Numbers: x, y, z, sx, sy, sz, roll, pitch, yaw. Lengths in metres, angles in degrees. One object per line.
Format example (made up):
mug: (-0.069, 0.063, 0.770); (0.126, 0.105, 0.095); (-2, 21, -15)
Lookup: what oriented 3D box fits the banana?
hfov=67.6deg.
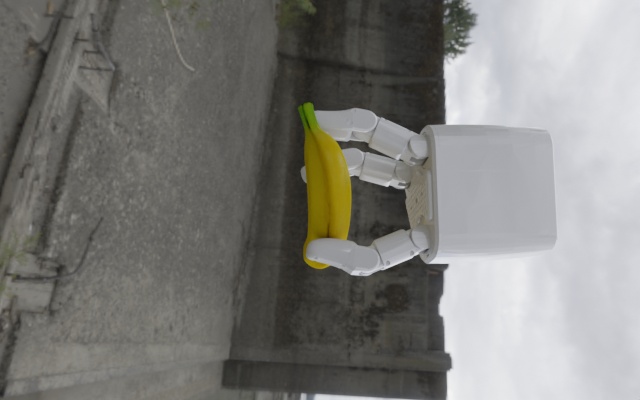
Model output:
banana: (0.003, 0.012, 0.427); (0.037, 0.069, 0.198); (-7, -44, -8)
